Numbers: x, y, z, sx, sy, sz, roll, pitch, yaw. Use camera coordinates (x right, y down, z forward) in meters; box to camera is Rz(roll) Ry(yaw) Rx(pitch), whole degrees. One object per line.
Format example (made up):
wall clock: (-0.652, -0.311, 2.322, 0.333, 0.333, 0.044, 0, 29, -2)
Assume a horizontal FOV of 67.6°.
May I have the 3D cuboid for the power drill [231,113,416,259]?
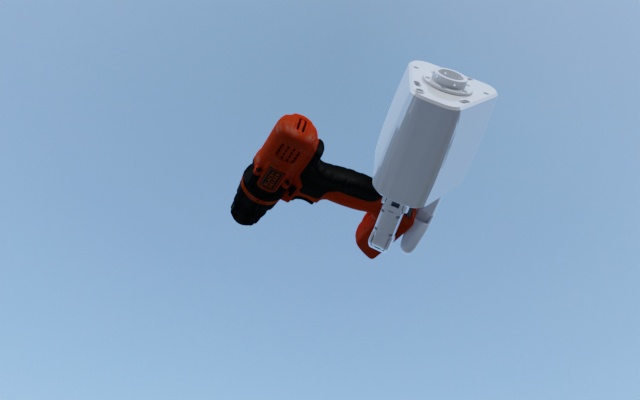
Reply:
power drill: (0.001, 0.002, 0.553, 0.188, 0.057, 0.184, 23, -40, -15)
